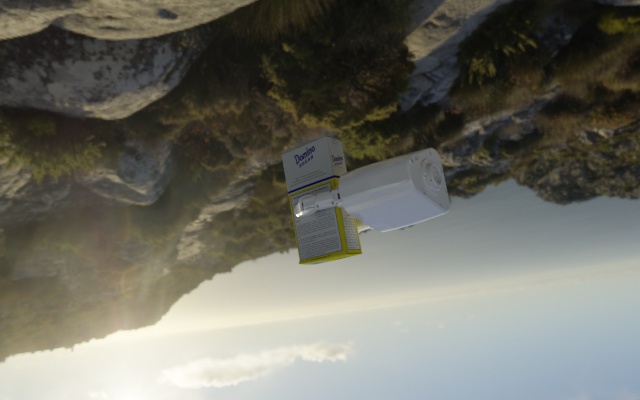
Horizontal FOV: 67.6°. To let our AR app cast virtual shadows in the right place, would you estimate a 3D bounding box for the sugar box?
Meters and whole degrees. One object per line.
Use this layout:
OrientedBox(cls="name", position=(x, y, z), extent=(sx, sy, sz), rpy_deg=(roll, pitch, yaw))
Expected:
OrientedBox(cls="sugar box", position=(0.001, 0.002, 0.715), extent=(0.093, 0.176, 0.048), rpy_deg=(-17, -16, 35))
